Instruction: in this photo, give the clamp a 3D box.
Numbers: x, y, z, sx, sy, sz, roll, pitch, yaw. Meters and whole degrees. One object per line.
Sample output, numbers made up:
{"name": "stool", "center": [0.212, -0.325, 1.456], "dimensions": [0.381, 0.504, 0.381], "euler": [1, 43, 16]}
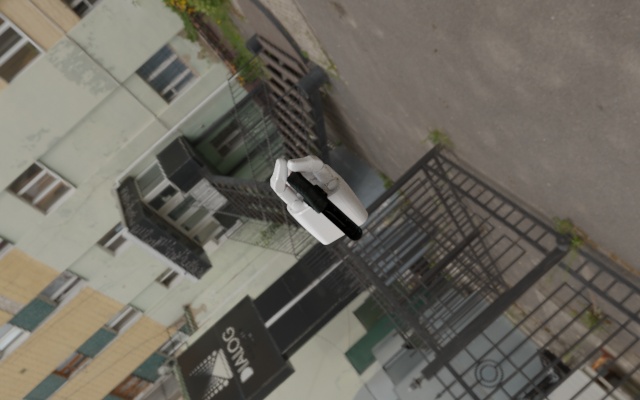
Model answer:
{"name": "clamp", "center": [0.000, 0.003, 0.783], "dimensions": [0.120, 0.039, 0.171], "euler": [47, 0, -37]}
